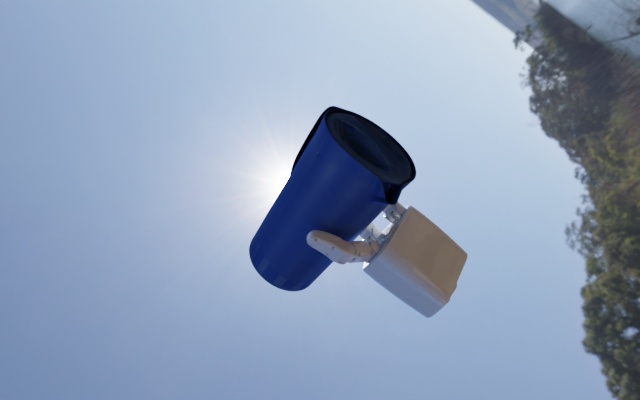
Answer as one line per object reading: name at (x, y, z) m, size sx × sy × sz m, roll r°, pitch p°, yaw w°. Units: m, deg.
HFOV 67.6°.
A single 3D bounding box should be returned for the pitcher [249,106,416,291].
pitcher at (0.000, 0.002, 0.640) m, size 0.145 × 0.243 × 0.149 m, roll 37°, pitch 31°, yaw 0°
